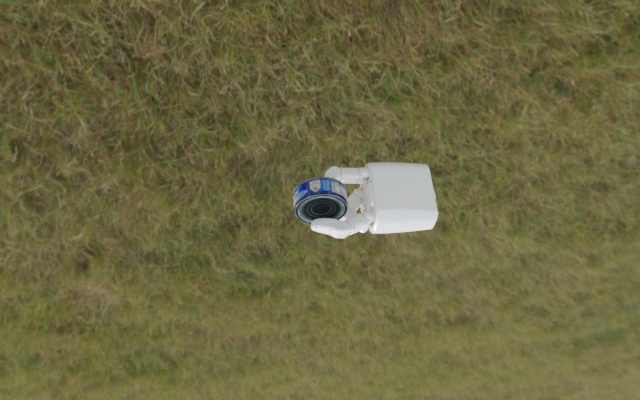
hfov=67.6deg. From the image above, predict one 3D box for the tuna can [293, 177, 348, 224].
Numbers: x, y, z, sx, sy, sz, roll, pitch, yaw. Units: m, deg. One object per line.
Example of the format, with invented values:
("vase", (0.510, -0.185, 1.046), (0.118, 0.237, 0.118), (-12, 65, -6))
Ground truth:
("tuna can", (0.000, 0.003, 0.746), (0.086, 0.033, 0.086), (-3, -36, -3))
